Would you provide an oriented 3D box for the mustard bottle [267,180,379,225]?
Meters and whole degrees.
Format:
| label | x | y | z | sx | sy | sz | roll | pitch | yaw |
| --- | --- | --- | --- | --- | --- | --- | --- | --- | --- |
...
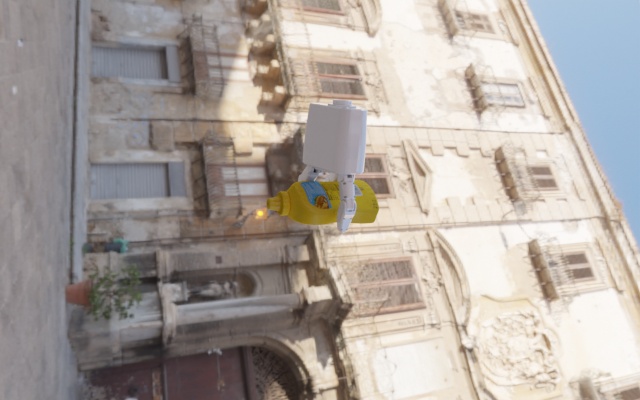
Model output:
| label | x | y | z | sx | sy | sz | roll | pitch | yaw |
| --- | --- | --- | --- | --- | --- | --- | --- | --- | --- |
| mustard bottle | 0.000 | 0.003 | 0.835 | 0.191 | 0.058 | 0.096 | -1 | 40 | -23 |
